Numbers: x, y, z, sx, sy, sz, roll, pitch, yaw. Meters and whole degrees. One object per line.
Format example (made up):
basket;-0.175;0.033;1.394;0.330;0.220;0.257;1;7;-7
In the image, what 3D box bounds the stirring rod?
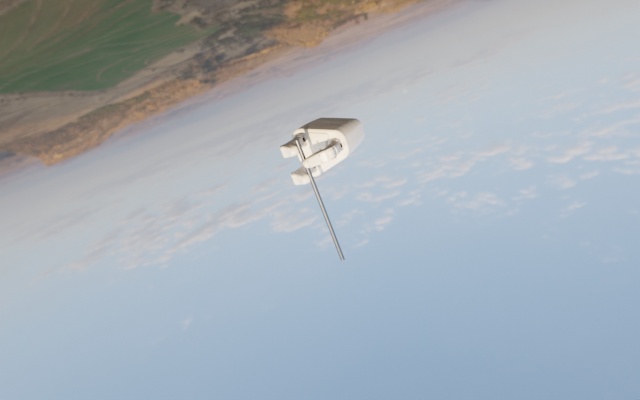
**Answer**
stirring rod;0.000;0.003;0.861;0.011;0.239;0.011;-20;16;6
